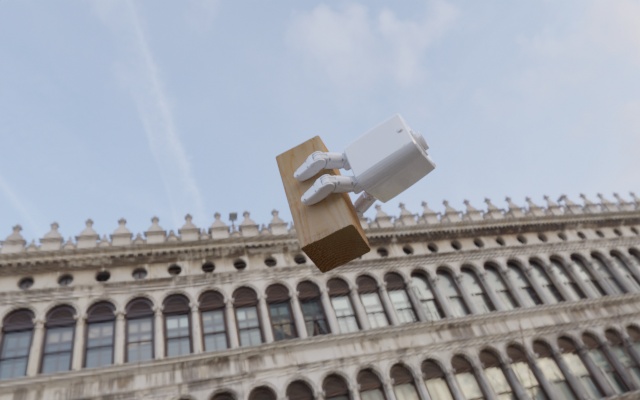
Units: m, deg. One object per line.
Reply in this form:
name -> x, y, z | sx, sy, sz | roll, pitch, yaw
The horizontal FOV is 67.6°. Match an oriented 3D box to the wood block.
wood block -> 0.001, 0.003, 0.799 | 0.090, 0.206, 0.091 | -26, -41, 9
